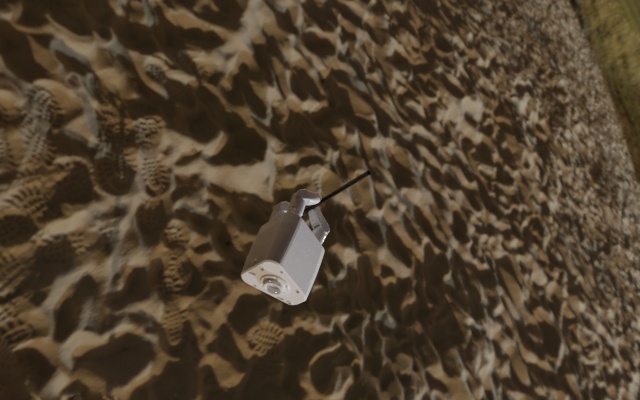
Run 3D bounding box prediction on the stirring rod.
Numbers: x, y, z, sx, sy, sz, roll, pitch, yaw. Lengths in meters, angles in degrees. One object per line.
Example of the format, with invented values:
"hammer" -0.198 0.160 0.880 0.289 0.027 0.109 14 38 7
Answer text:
"stirring rod" 0.000 0.003 0.860 0.011 0.011 0.239 0 -24 -46
